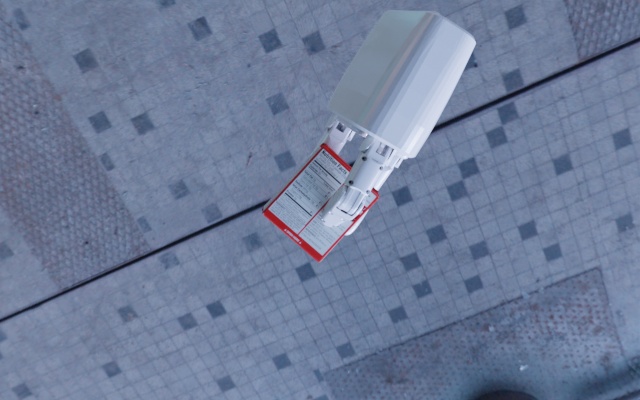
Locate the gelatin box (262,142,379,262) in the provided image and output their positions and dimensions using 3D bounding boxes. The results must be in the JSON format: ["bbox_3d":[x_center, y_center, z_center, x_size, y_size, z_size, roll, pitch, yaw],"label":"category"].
[{"bbox_3d":[0.000,0.002,0.454,0.073,0.089,0.030,41,4,-11],"label":"gelatin box"}]
